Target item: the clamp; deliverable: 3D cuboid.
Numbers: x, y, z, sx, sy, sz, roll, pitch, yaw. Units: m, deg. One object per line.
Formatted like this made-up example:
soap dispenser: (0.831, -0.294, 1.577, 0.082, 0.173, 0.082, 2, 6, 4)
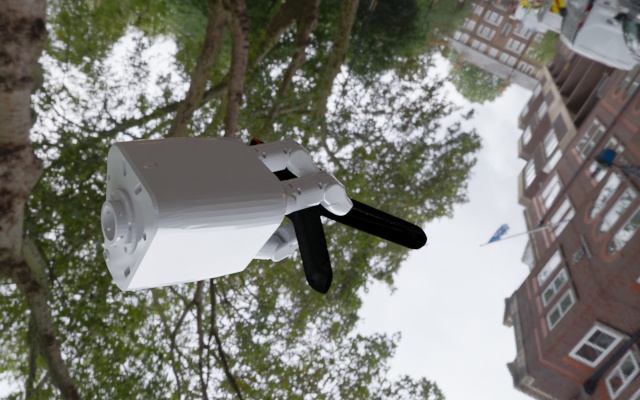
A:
clamp: (-0.001, 0.002, 0.487, 0.164, 0.036, 0.210, -7, 41, -42)
